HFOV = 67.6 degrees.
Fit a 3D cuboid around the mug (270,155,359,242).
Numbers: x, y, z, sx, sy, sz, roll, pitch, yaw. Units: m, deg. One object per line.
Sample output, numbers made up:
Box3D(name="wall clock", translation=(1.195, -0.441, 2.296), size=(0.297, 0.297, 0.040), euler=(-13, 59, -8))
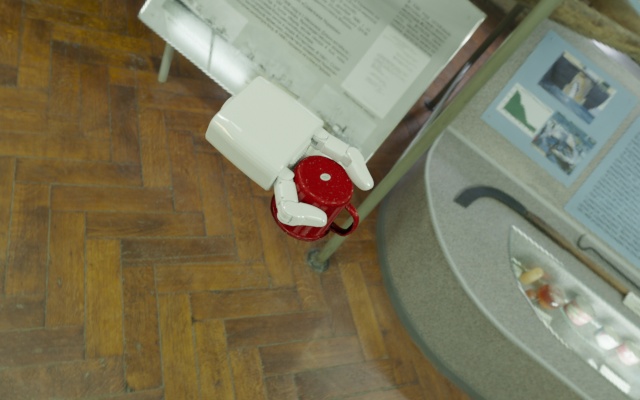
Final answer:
Box3D(name="mug", translation=(0.001, 0.003, 0.630), size=(0.093, 0.117, 0.081), euler=(-48, -4, -44))
